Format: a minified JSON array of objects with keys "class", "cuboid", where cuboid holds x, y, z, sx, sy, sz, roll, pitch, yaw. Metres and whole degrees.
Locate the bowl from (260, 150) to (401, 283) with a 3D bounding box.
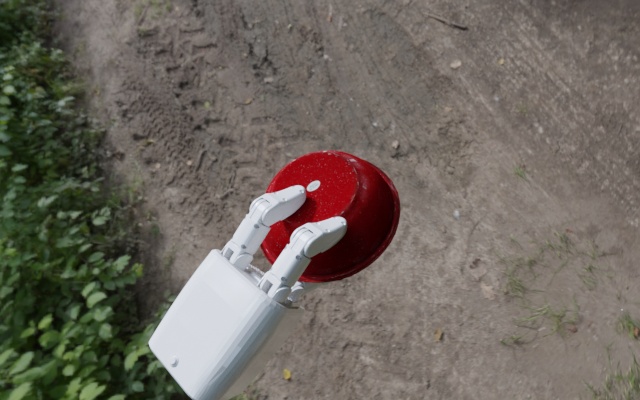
[{"class":"bowl","cuboid":[0.001,0.000,0.502,0.162,0.162,0.055,0,-33,18]}]
